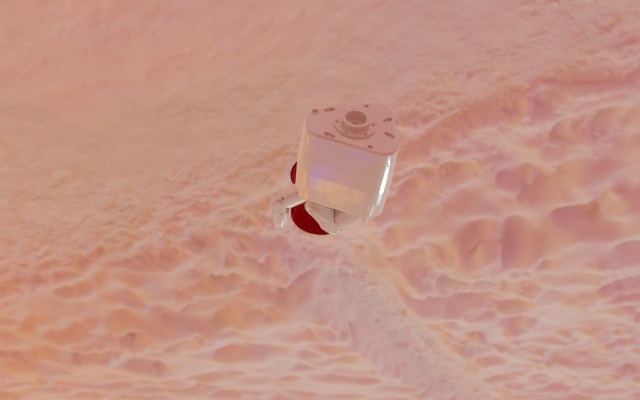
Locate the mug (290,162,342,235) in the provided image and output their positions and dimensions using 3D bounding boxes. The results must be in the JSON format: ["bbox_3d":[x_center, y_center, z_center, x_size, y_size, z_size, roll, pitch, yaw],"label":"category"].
[{"bbox_3d":[0.000,0.003,0.681,0.093,0.081,0.117,4,-42,-2],"label":"mug"}]
